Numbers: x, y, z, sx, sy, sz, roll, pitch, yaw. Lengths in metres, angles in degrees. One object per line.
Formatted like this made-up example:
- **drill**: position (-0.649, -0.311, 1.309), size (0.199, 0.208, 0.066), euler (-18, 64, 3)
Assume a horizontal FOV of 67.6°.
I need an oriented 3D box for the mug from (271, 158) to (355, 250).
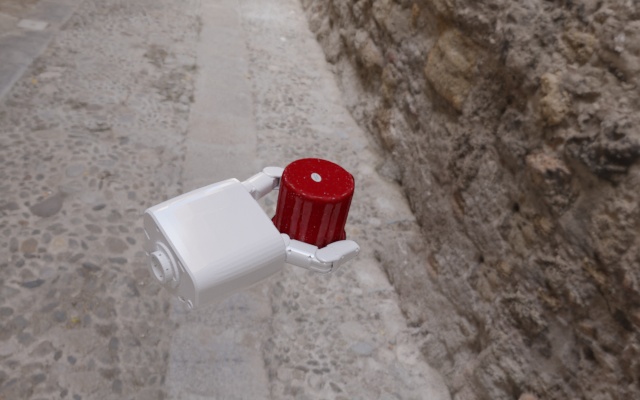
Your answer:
- **mug**: position (0.001, 0.001, 0.549), size (0.093, 0.082, 0.117), euler (37, 43, 29)
